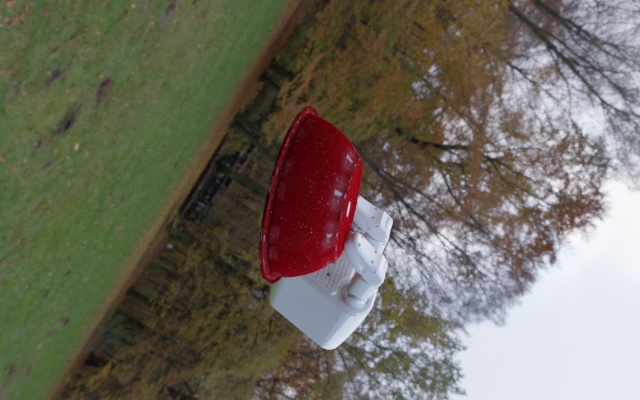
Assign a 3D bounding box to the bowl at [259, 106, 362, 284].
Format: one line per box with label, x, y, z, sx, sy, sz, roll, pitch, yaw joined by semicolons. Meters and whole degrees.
bowl;0.000;0.001;0.423;0.055;0.162;0.162;13;2;11
